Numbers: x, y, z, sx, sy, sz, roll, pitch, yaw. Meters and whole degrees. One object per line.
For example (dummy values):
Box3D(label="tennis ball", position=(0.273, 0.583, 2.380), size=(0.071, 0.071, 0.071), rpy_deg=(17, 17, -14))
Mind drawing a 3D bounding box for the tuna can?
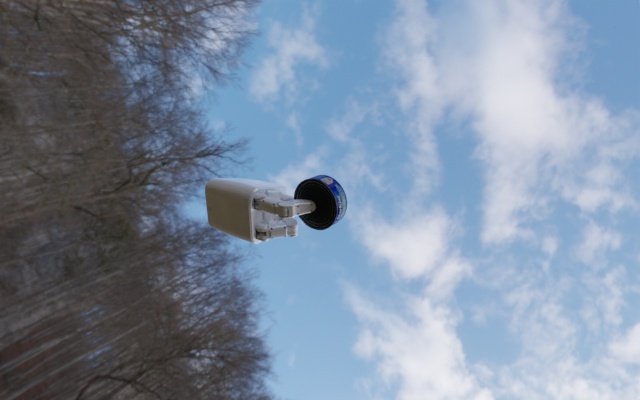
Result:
Box3D(label="tuna can", position=(0.001, 0.002, 0.771), size=(0.086, 0.086, 0.033), rpy_deg=(0, 16, 37))
